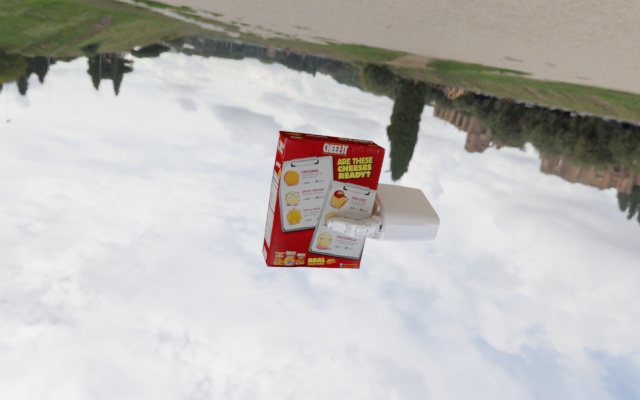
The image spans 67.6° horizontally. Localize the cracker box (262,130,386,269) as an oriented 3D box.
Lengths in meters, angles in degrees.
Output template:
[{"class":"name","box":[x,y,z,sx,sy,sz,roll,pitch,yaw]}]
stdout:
[{"class":"cracker box","box":[0.000,0.003,0.780,0.164,0.214,0.072,4,18,-18]}]
